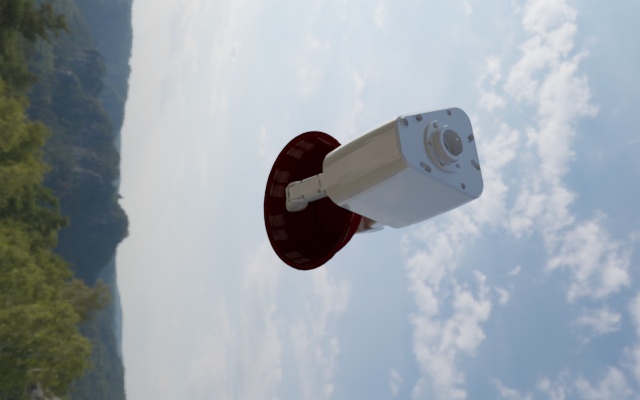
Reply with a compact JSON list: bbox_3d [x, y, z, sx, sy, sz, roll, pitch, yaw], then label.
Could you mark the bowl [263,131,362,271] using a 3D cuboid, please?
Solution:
[{"bbox_3d":[0.000,0.002,0.568,0.055,0.162,0.162,7,-5,-42],"label":"bowl"}]
